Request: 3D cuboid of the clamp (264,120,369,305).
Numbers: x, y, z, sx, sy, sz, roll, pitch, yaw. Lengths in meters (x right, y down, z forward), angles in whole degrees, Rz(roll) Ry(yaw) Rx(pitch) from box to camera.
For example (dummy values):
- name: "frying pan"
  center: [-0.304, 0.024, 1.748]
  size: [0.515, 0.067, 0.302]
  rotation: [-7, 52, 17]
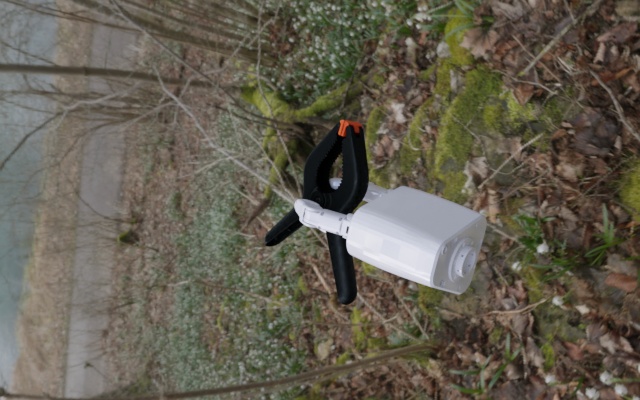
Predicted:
- name: "clamp"
  center: [0.000, 0.001, 0.592]
  size: [0.164, 0.210, 0.036]
  rotation: [22, 15, 40]
